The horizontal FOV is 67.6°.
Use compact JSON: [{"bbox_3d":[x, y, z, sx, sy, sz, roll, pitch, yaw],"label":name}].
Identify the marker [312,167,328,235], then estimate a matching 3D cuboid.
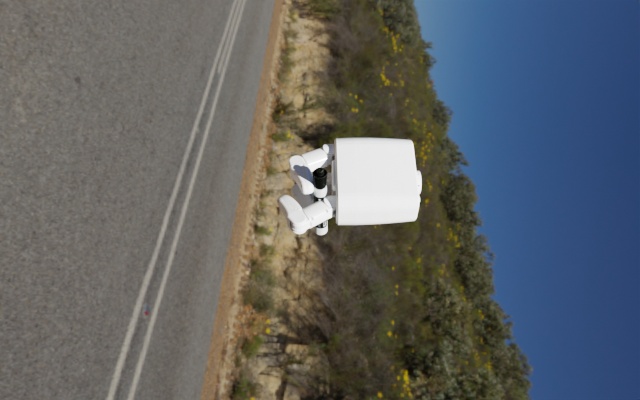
[{"bbox_3d":[0.000,0.002,0.628,0.020,0.020,0.121,0,-41,1],"label":"marker"}]
